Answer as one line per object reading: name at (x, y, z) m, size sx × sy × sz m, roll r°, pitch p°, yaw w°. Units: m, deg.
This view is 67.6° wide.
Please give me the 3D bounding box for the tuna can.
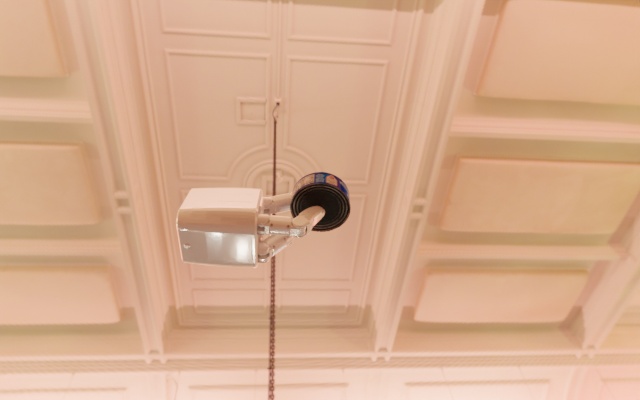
tuna can at (0.000, 0.002, 0.688) m, size 0.086 × 0.086 × 0.033 m, roll 0°, pitch 36°, yaw 2°
